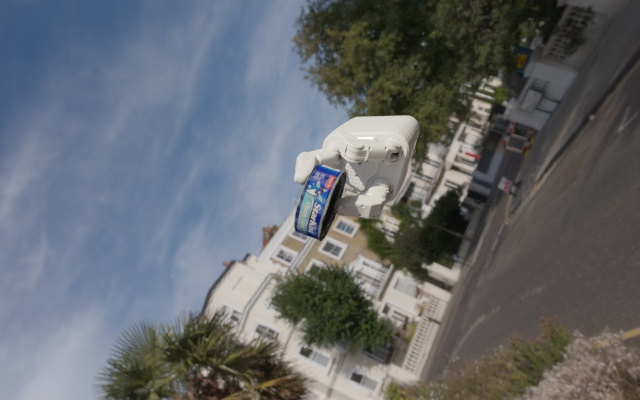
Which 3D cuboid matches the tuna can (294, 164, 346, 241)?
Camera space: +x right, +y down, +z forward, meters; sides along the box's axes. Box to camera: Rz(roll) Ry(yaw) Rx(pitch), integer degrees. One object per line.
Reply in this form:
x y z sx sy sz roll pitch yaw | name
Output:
0.000 0.002 0.555 0.034 0.086 0.086 19 3 10 | tuna can
